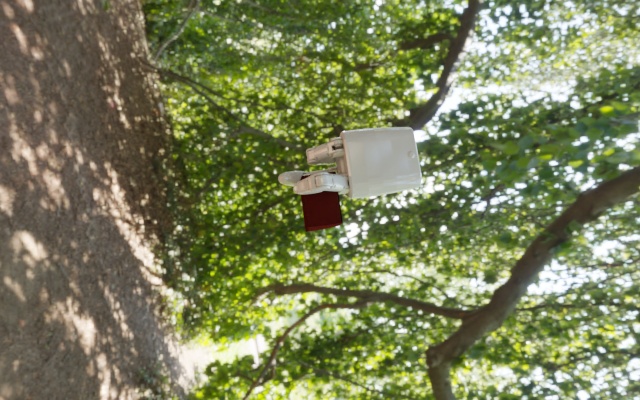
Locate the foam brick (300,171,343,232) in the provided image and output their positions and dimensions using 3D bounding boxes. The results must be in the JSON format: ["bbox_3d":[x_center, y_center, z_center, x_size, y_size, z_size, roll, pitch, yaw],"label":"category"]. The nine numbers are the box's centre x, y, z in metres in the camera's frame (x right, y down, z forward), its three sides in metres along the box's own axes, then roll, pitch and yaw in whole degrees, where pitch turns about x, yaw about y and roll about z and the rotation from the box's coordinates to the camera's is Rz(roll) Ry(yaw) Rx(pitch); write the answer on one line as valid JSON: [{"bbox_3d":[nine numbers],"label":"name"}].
[{"bbox_3d":[0.000,0.003,0.702,0.051,0.078,0.053,-6,-8,-8],"label":"foam brick"}]
